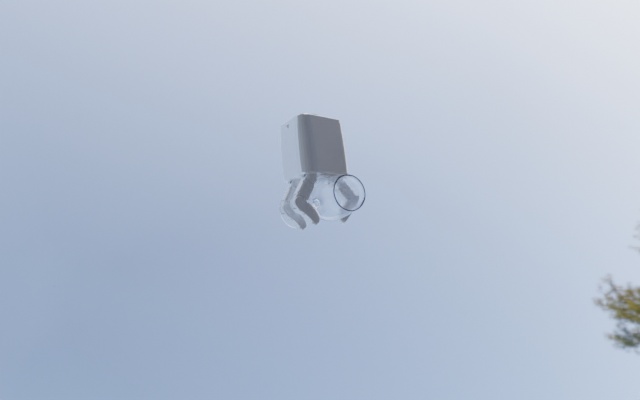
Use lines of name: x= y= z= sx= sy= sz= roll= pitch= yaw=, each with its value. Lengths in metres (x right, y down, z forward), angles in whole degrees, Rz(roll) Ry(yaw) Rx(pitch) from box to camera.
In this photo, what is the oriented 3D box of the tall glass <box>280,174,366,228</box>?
tall glass: x=0.000 y=0.003 z=0.862 sx=0.079 sy=0.079 sz=0.201 roll=0 pitch=-9 yaw=-29
